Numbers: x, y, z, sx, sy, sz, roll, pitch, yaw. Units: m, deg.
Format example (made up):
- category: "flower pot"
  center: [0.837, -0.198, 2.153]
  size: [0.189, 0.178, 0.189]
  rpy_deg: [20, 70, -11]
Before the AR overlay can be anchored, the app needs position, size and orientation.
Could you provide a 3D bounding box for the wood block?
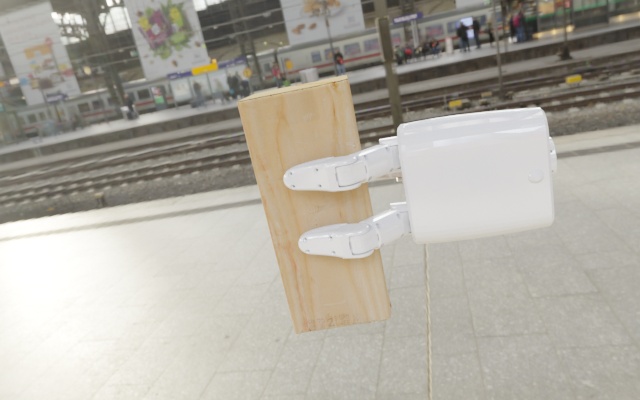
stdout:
- category: "wood block"
  center: [0.000, 0.001, 0.430]
  size: [0.090, 0.206, 0.090]
  rpy_deg: [-10, 16, 5]
